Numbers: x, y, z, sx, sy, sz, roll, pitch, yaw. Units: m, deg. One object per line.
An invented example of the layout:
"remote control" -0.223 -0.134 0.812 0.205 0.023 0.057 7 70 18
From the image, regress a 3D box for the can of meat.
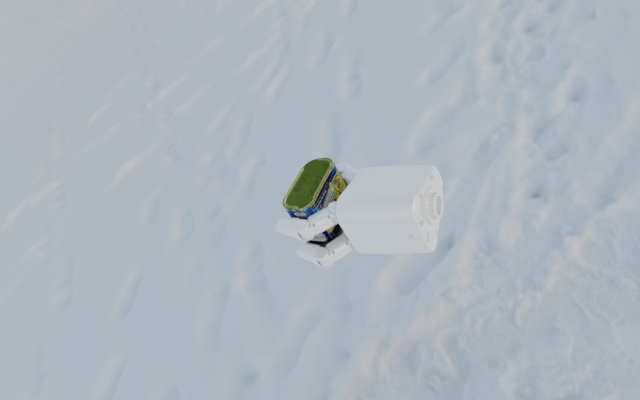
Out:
"can of meat" 0.000 0.002 0.676 0.057 0.102 0.084 1 -41 35
